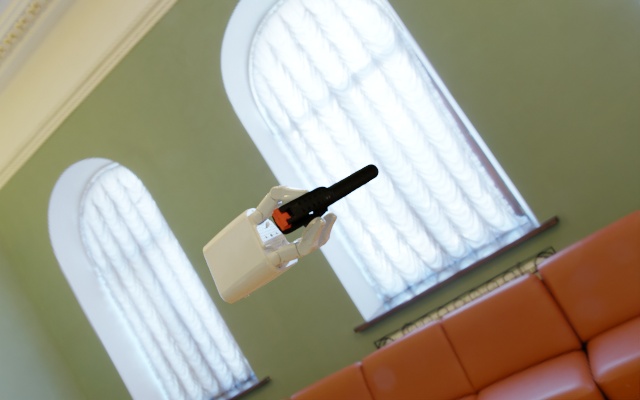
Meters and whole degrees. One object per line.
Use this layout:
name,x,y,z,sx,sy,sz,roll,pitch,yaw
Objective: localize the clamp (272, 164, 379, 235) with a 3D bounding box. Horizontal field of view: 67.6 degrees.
clamp,-0.001,0.002,0.701,0.164,0.036,0.210,-39,-9,20
